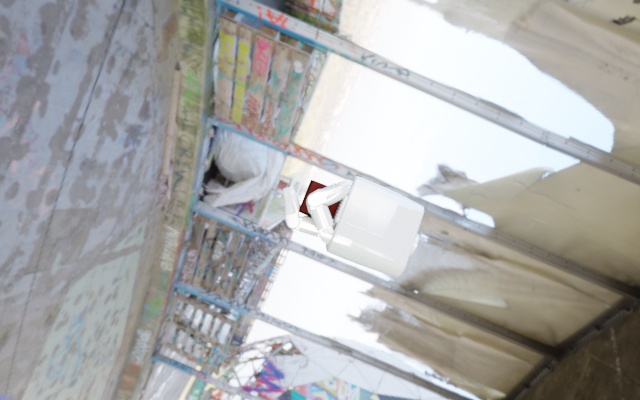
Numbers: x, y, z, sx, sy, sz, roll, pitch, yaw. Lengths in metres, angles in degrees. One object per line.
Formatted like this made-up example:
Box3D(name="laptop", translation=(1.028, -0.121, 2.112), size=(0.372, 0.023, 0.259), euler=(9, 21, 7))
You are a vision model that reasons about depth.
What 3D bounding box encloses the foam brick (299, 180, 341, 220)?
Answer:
Box3D(name="foam brick", translation=(0.000, 0.002, 0.718), size=(0.051, 0.053, 0.078), euler=(22, 1, -1))
